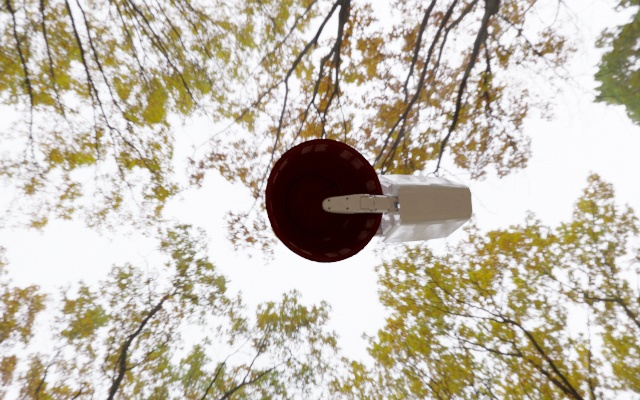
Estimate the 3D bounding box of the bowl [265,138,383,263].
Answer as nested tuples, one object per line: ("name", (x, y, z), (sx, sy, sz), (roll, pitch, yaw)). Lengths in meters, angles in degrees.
("bowl", (-0.001, 0.002, 0.636), (0.162, 0.162, 0.055), (0, -6, -18))
